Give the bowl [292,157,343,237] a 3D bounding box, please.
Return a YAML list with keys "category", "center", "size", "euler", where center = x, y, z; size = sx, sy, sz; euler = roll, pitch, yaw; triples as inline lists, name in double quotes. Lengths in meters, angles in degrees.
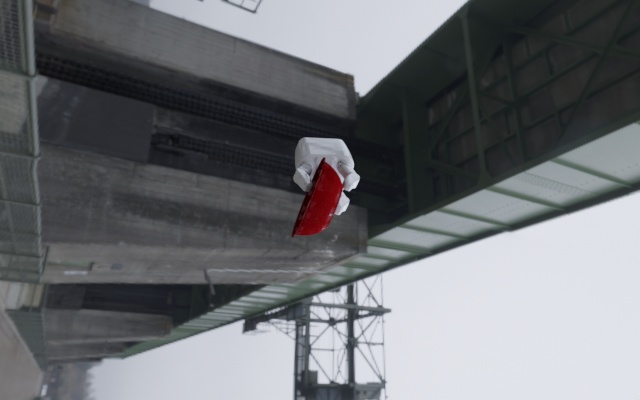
- category: "bowl"
  center: [0.000, 0.004, 0.895]
  size: [0.055, 0.162, 0.162]
  euler: [22, -2, -5]
